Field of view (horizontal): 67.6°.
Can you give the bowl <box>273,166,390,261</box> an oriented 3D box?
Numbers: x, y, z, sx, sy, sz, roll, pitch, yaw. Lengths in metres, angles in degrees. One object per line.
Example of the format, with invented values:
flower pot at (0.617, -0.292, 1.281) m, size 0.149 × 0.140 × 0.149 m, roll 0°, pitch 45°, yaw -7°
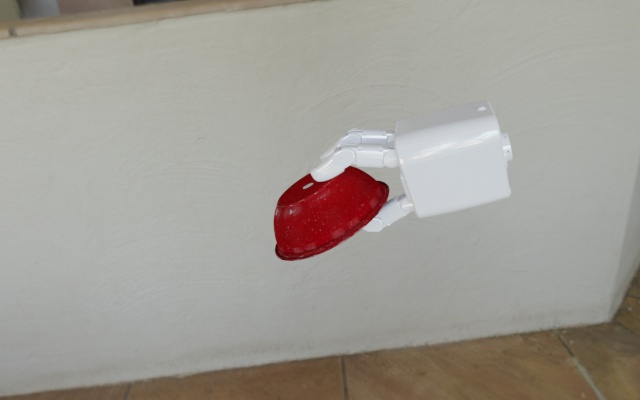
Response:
bowl at (-0.001, 0.002, 0.582) m, size 0.162 × 0.055 × 0.162 m, roll -29°, pitch 18°, yaw 11°
